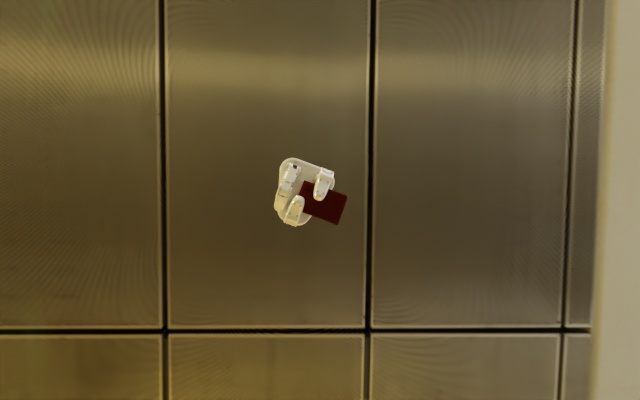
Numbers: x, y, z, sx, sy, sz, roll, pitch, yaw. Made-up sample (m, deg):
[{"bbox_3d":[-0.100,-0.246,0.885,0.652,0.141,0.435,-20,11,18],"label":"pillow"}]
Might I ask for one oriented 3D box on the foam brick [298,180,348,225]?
[{"bbox_3d":[0.000,0.003,0.803,0.078,0.053,0.051,21,2,-3],"label":"foam brick"}]
